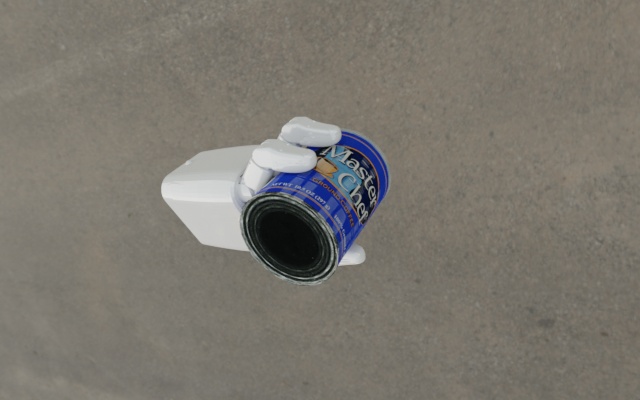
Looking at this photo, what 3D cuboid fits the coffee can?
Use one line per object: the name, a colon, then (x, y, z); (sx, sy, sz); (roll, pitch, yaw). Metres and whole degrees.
coffee can: (0.000, 0.002, 0.482); (0.103, 0.103, 0.140); (0, 31, 31)
